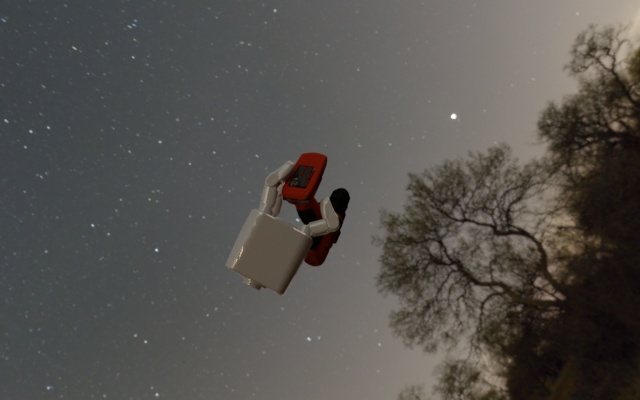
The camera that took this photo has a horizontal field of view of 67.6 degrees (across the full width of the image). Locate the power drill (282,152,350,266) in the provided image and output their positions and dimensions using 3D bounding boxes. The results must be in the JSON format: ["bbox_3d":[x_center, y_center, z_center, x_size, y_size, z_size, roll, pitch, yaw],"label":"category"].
[{"bbox_3d":[0.000,0.003,0.886,0.057,0.184,0.188,6,-39,24],"label":"power drill"}]
